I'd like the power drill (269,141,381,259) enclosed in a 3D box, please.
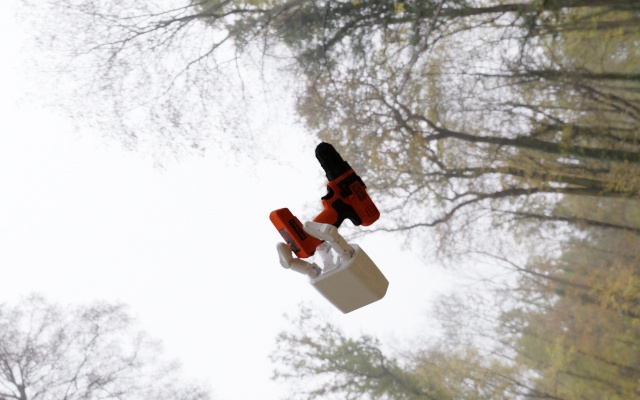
[{"bbox_3d":[0.000,0.003,0.877,0.187,0.184,0.057,-36,0,-24],"label":"power drill"}]
